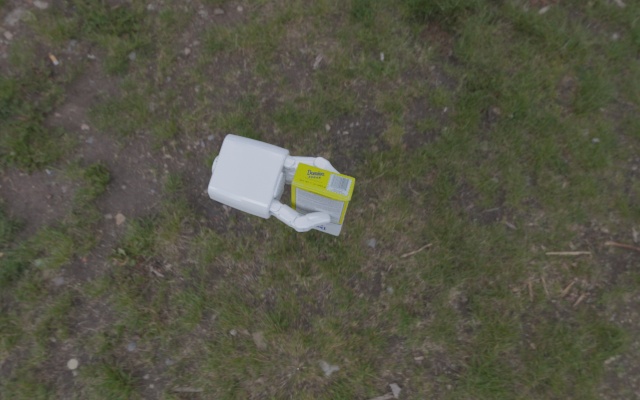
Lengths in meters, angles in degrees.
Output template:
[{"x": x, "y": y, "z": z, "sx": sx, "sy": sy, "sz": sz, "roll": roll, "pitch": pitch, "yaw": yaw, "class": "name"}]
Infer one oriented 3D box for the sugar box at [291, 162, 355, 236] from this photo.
[{"x": 0.000, "y": 0.002, "z": 0.800, "sx": 0.093, "sy": 0.048, "sz": 0.176, "roll": 17, "pitch": -19, "yaw": 3, "class": "sugar box"}]
